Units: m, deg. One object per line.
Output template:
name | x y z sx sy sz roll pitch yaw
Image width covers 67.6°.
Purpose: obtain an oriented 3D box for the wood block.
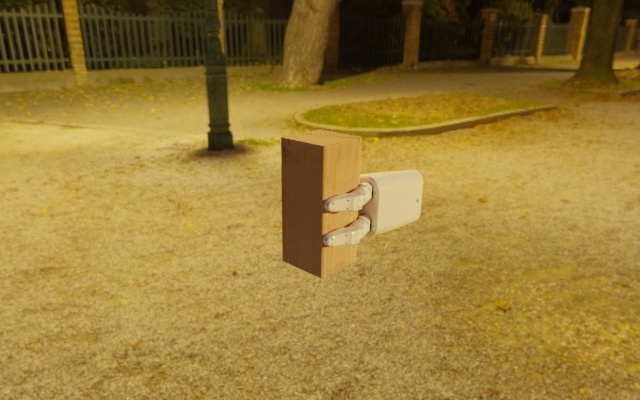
wood block | 0.000 0.002 0.747 0.091 0.206 0.090 18 25 39
